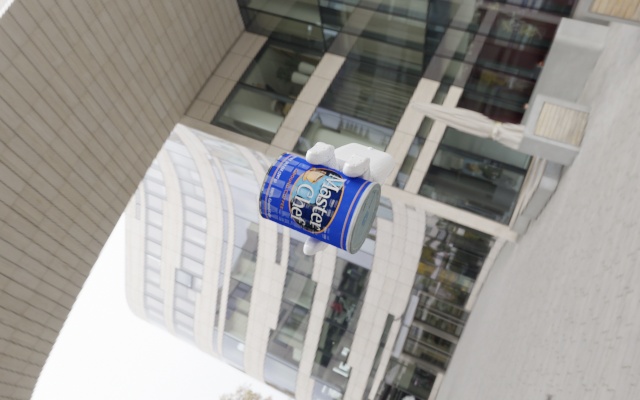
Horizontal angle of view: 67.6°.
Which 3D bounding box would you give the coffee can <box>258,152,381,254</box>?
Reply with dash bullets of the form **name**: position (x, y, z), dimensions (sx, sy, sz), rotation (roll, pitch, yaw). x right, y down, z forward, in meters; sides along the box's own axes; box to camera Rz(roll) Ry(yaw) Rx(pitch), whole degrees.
- **coffee can**: position (0.000, 0.002, 0.665), dimensions (0.140, 0.103, 0.103), rotation (20, 7, 18)
